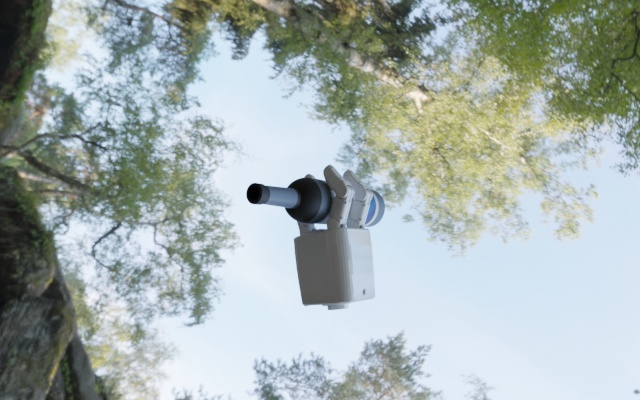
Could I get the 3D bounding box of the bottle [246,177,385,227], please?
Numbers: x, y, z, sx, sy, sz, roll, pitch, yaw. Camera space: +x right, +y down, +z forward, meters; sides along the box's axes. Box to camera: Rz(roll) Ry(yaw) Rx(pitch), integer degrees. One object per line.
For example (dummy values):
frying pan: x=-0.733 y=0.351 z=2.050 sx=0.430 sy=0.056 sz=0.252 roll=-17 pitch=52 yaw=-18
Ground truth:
bottle: x=0.000 y=0.002 z=0.720 sx=0.069 sy=0.069 sz=0.296 roll=0 pitch=-4 yaw=35
